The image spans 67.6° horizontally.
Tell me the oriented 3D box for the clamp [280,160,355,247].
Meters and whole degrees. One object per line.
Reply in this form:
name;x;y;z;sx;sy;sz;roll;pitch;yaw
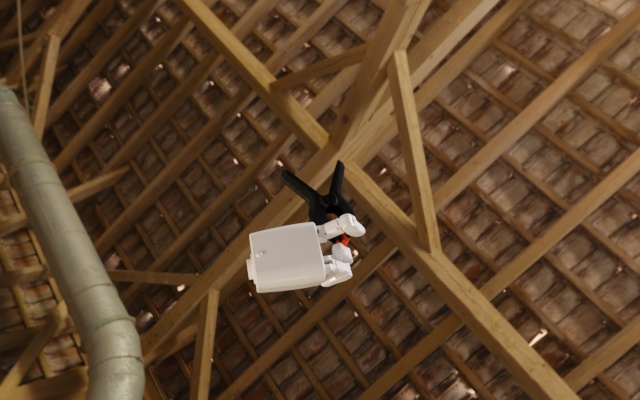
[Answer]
clamp;0.000;0.003;0.816;0.120;0.171;0.039;-7;-34;-11
